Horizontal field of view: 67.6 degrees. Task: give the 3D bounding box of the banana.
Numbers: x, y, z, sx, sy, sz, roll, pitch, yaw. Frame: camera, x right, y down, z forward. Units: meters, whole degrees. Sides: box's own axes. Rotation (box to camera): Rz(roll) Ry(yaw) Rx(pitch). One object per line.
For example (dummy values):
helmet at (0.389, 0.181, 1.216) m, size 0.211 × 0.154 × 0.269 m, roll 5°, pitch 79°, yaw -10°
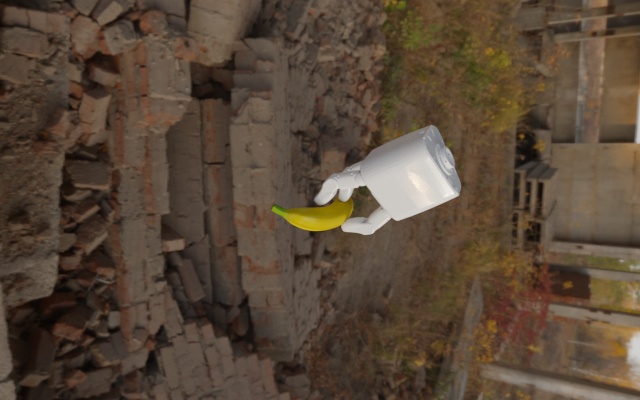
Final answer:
banana at (0.009, 0.017, 0.783) m, size 0.198 × 0.069 × 0.037 m, roll -8°, pitch -36°, yaw -54°
